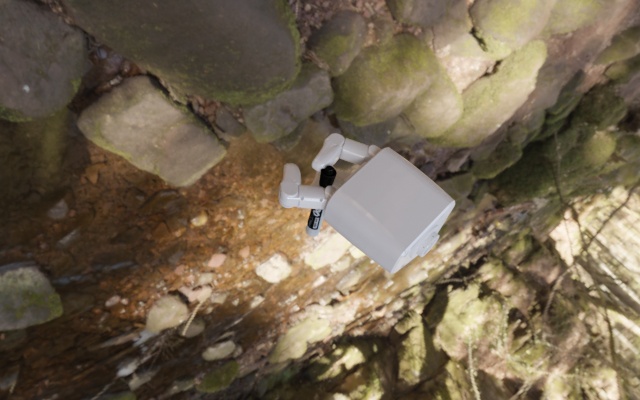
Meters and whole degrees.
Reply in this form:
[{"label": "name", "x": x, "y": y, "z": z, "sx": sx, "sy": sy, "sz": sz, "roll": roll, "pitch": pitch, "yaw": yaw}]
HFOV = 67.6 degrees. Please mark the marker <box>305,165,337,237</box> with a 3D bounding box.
[{"label": "marker", "x": 0.000, "y": 0.002, "z": 0.588, "sx": 0.020, "sy": 0.020, "sz": 0.121, "roll": 0, "pitch": -40, "yaw": -14}]
